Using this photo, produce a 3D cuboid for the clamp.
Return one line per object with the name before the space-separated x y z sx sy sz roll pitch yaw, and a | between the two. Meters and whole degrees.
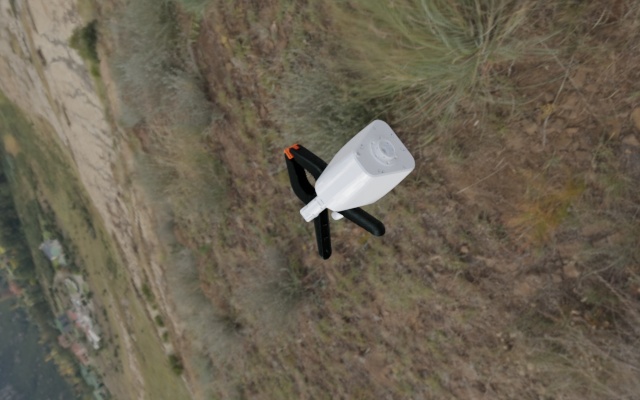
clamp | -0.001 0.002 0.815 0.036 0.210 0.165 -33 -6 -42
